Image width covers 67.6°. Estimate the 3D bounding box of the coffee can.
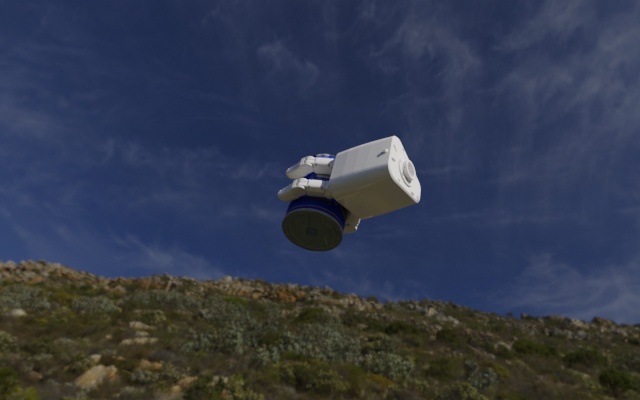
[{"bbox_3d":[0.000,0.003,0.829,0.103,0.140,0.103,9,-43,8],"label":"coffee can"}]
